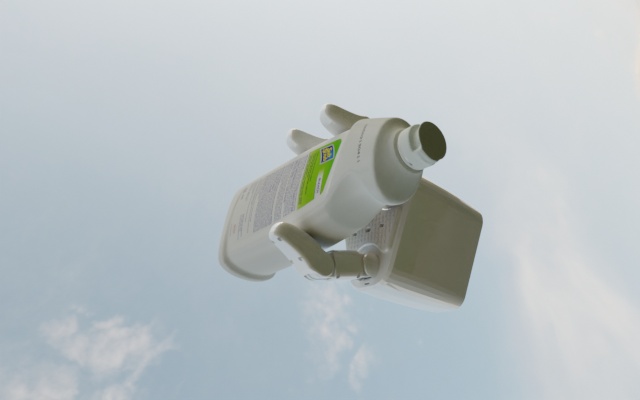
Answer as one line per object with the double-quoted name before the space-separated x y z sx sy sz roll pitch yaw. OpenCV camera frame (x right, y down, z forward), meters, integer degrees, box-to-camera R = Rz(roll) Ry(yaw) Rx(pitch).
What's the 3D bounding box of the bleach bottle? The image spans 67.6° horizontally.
"bleach bottle" 0.000 0.001 0.411 0.068 0.102 0.251 24 -29 -30
